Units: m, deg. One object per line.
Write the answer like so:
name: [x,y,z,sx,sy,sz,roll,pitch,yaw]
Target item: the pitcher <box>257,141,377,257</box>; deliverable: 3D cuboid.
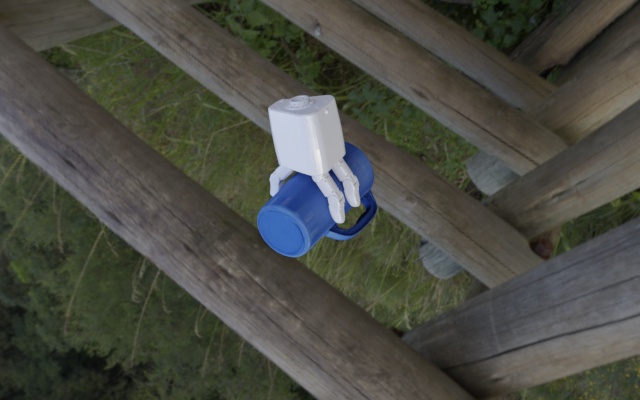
pitcher: [0.000,0.003,0.890,0.149,0.145,0.242,10,36,29]
